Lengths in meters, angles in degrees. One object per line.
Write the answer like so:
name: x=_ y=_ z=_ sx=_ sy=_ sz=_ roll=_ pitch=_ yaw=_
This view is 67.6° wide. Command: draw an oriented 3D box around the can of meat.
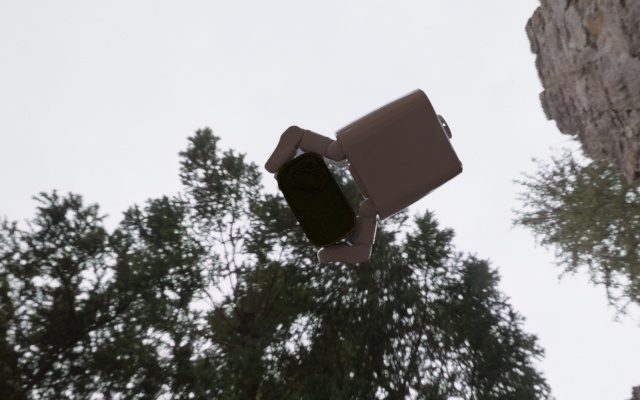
can of meat: x=0.000 y=0.002 z=0.550 sx=0.057 sy=0.102 sz=0.084 roll=-31 pitch=-7 yaw=4
